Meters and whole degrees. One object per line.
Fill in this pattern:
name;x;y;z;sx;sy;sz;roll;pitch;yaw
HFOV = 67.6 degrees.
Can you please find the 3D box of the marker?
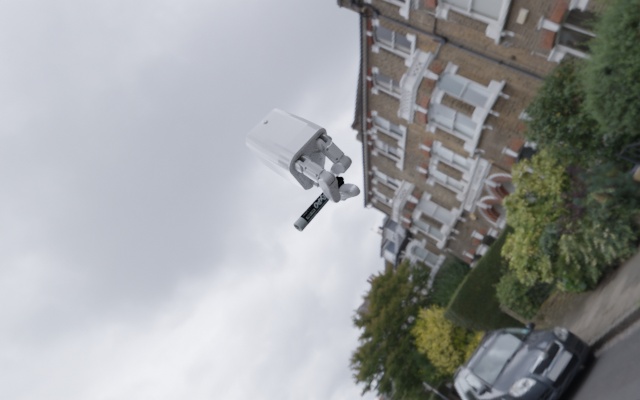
marker;0.000;0.003;0.782;0.121;0.020;0.020;-48;25;-24
